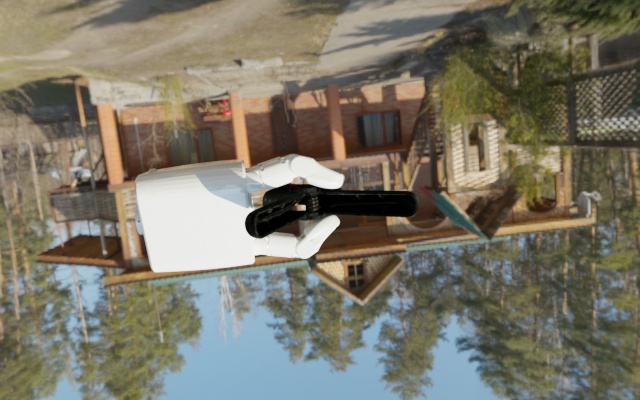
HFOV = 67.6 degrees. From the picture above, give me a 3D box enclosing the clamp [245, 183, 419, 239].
[{"bbox_3d":[0.000,0.002,0.518,0.164,0.036,0.210,-5,8,-9],"label":"clamp"}]
